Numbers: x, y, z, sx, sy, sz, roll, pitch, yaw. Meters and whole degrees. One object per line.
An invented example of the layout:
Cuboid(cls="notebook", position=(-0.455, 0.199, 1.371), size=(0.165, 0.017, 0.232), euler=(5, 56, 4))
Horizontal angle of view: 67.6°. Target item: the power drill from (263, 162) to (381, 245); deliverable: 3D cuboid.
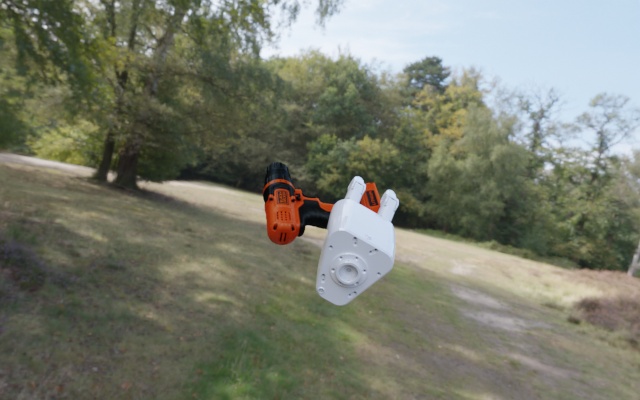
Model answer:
Cuboid(cls="power drill", position=(0.001, 0.003, 0.778), size=(0.187, 0.057, 0.184), euler=(3, 40, -10))
